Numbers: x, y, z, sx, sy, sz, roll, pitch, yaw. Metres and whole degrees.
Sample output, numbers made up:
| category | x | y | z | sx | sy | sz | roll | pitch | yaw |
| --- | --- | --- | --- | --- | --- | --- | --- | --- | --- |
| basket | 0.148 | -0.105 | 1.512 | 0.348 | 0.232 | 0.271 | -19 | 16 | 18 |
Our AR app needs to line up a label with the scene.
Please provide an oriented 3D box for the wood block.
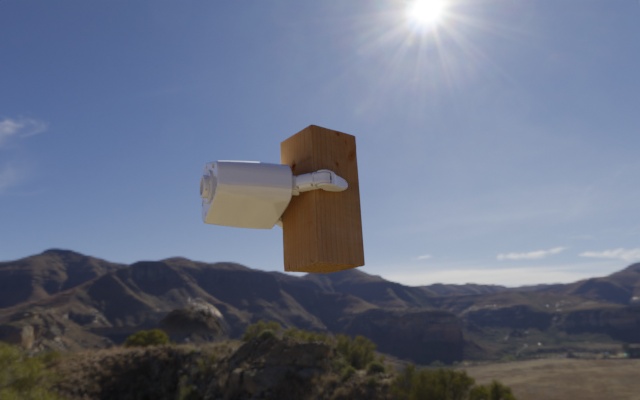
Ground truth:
| category | x | y | z | sx | sy | sz | roll | pitch | yaw |
| --- | --- | --- | --- | --- | --- | --- | --- | --- | --- |
| wood block | 0.000 | 0.002 | 0.732 | 0.090 | 0.206 | 0.091 | 9 | -19 | -37 |
